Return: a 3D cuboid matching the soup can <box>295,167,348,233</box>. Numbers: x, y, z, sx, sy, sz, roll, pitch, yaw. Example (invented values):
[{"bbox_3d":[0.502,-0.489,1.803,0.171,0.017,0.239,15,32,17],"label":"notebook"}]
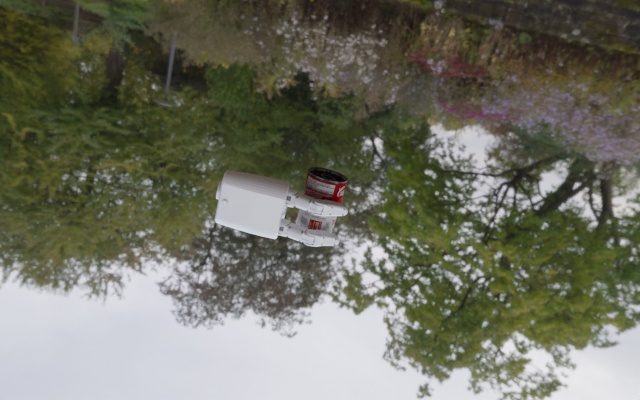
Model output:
[{"bbox_3d":[0.001,0.003,0.812,0.068,0.102,0.068,14,18,-5],"label":"soup can"}]
